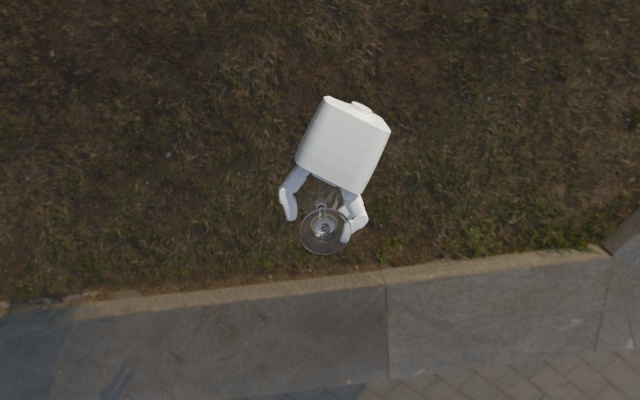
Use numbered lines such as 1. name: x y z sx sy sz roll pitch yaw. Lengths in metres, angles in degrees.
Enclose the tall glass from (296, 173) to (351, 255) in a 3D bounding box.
1. tall glass: 0.000 0.003 0.762 0.079 0.079 0.201 0 25 -5
